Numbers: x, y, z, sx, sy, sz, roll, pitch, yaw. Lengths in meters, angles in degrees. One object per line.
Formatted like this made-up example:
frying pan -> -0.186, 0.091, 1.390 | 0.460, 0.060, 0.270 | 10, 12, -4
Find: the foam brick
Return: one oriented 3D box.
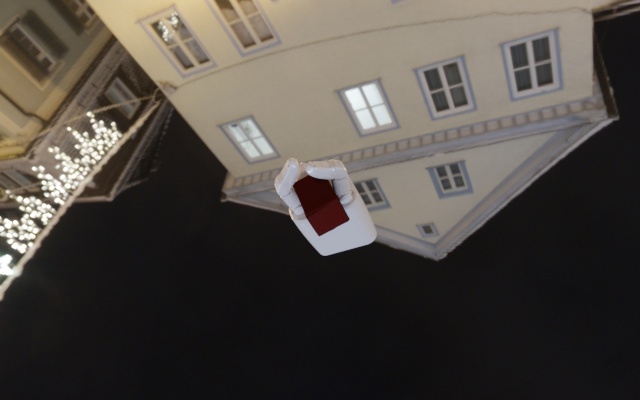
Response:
foam brick -> 0.000, 0.002, 0.693 | 0.053, 0.051, 0.078 | -28, 43, 3
